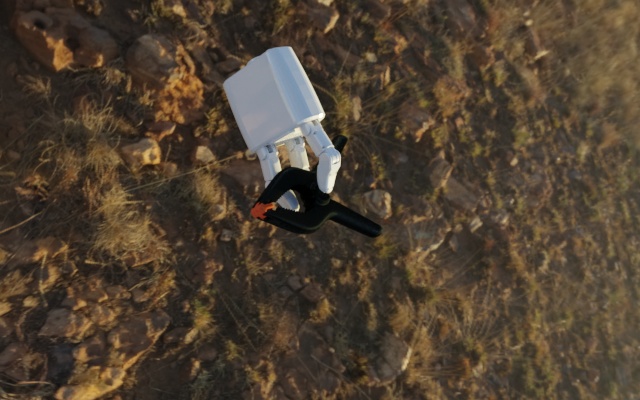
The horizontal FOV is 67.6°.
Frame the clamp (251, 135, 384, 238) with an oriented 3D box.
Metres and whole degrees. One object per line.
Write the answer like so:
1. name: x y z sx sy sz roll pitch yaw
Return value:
1. clamp: 0.000 0.002 0.664 0.210 0.164 0.036 -24 -4 -43
